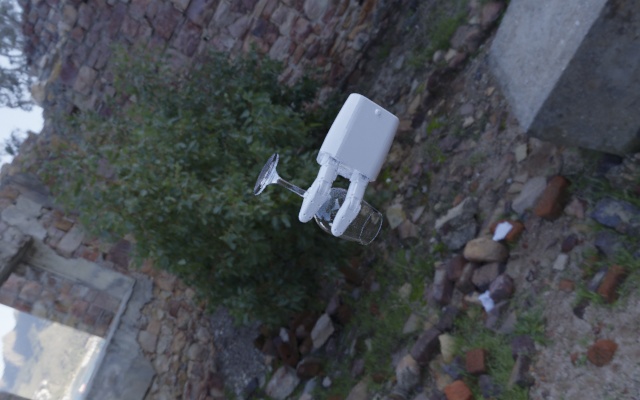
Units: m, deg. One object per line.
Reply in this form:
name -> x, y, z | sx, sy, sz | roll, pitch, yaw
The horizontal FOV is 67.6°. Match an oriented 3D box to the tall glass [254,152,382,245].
tall glass -> -0.001, 0.002, 0.759 | 0.201, 0.079, 0.079 | 28, -10, -19
